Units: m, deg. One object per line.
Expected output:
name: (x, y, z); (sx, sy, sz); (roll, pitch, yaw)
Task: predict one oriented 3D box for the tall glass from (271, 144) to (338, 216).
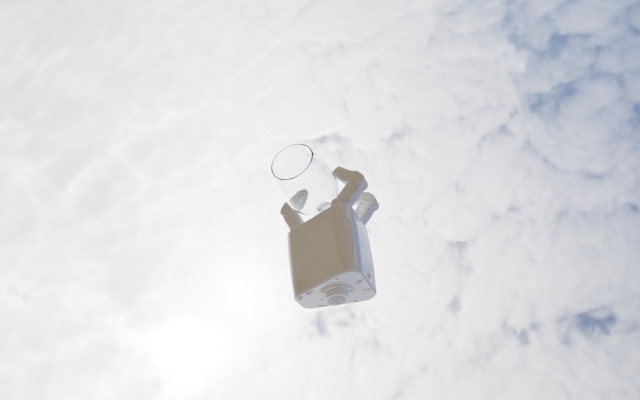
tall glass: (0.000, 0.003, 0.708); (0.079, 0.079, 0.201); (0, -34, 28)
